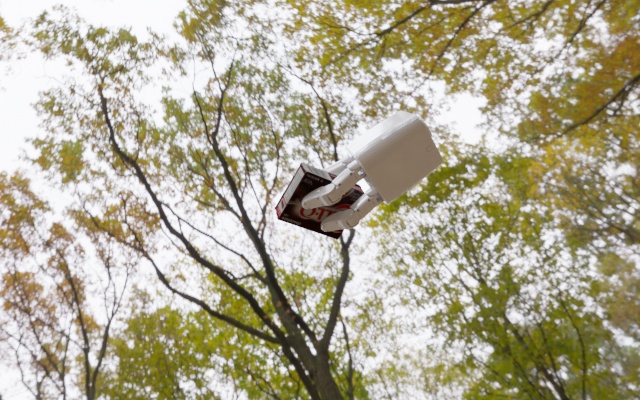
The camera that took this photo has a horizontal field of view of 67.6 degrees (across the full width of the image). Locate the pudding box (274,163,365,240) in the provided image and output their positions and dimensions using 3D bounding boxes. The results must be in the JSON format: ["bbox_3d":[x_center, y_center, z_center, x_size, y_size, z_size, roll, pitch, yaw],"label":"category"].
[{"bbox_3d":[0.000,0.002,0.727,0.113,0.090,0.039,21,23,-25],"label":"pudding box"}]
